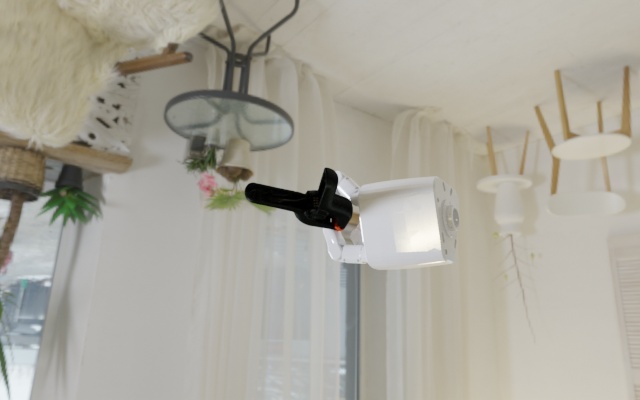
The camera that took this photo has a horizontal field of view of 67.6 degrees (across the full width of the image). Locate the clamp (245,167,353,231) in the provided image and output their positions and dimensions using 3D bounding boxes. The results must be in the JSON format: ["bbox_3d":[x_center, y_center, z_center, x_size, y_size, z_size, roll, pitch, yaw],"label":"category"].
[{"bbox_3d":[0.000,0.003,0.613,0.120,0.039,0.171,-7,-19,34],"label":"clamp"}]
